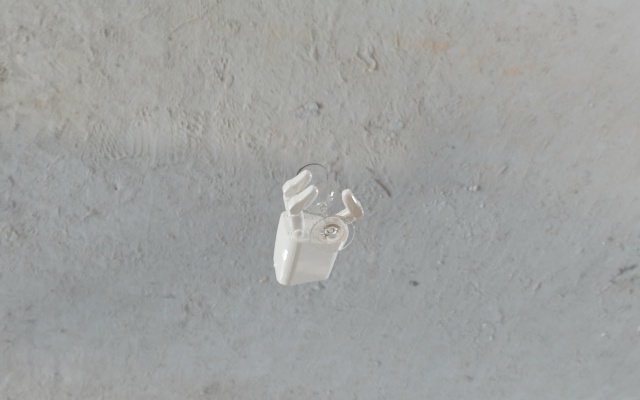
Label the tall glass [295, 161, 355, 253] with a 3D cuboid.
[{"bbox_3d":[0.000,0.003,0.845,0.079,0.079,0.201,0,32,-13],"label":"tall glass"}]
